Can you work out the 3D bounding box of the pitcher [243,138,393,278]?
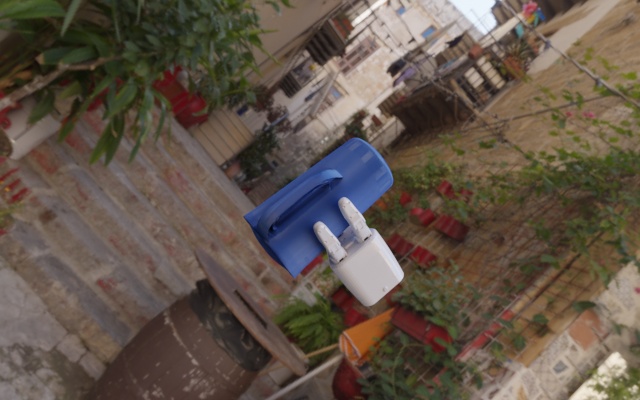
[{"bbox_3d":[0.000,0.003,0.796,0.243,0.145,0.149,-40,24,-8],"label":"pitcher"}]
